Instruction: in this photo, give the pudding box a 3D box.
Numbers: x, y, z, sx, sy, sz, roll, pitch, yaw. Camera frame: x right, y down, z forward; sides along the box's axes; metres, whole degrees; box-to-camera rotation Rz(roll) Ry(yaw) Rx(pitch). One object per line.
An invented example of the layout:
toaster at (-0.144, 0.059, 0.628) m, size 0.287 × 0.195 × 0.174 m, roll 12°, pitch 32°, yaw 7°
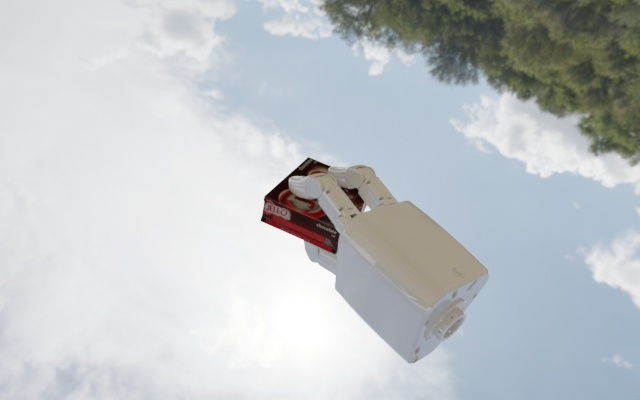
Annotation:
pudding box at (0.000, 0.002, 0.524) m, size 0.090 × 0.039 × 0.113 m, roll 24°, pitch 32°, yaw 12°
